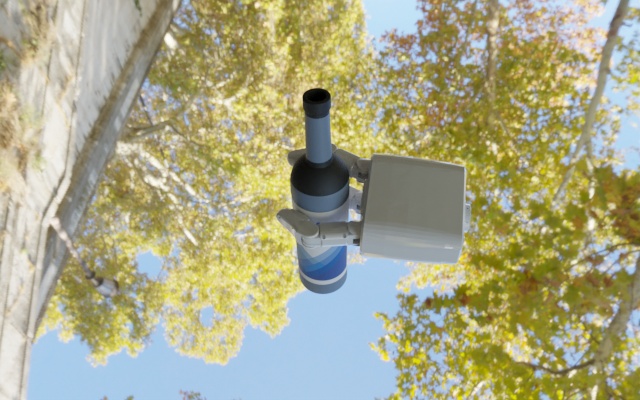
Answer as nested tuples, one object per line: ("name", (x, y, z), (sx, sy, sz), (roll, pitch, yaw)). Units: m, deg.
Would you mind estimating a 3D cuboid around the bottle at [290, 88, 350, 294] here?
("bottle", (0.000, 0.002, 0.556), (0.069, 0.069, 0.296), (0, -43, 2))
